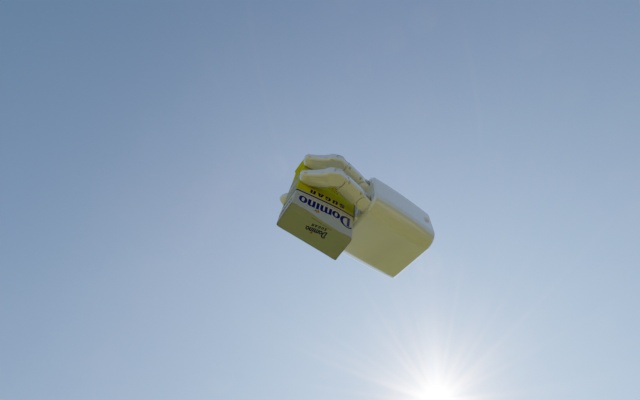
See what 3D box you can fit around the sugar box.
[{"bbox_3d":[0.001,0.002,0.671,0.093,0.048,0.176,32,22,-10],"label":"sugar box"}]
